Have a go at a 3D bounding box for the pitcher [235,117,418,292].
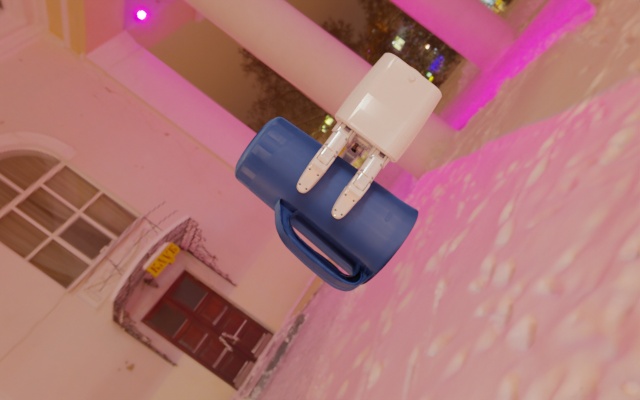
[{"bbox_3d":[0.000,0.002,0.660,0.243,0.145,0.149,37,5,-1],"label":"pitcher"}]
